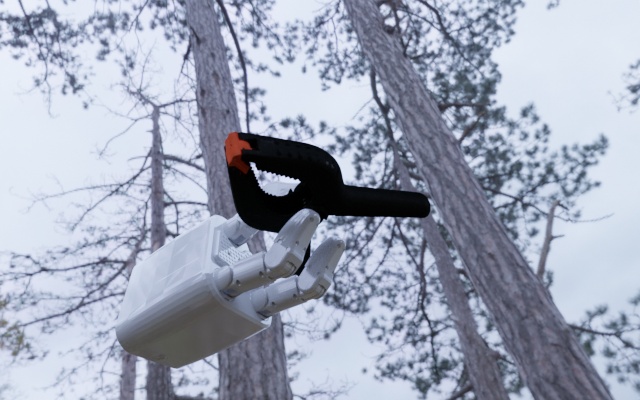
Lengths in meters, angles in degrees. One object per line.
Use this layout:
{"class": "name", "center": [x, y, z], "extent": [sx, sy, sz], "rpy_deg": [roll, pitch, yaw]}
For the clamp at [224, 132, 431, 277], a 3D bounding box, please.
{"class": "clamp", "center": [-0.001, 0.001, 0.422], "extent": [0.164, 0.036, 0.210], "rpy_deg": [-30, -41, 11]}
